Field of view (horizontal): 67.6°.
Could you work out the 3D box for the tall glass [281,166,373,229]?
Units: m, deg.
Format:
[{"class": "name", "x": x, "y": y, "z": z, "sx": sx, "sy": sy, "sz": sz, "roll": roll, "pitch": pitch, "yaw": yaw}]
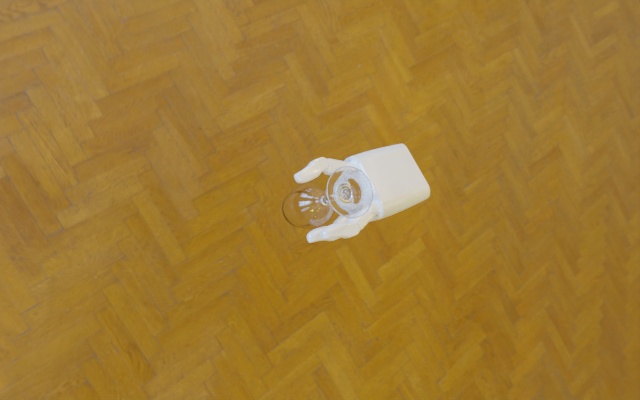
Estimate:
[{"class": "tall glass", "x": 0.000, "y": 0.002, "z": 0.754, "sx": 0.079, "sy": 0.079, "sz": 0.201, "roll": 0, "pitch": -8, "yaw": -25}]
